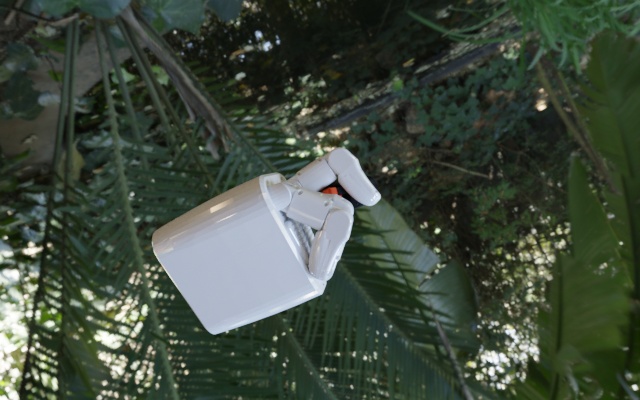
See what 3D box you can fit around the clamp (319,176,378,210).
[{"bbox_3d":[0.000,0.002,0.503,0.120,0.039,0.171,-22,-1,9],"label":"clamp"}]
